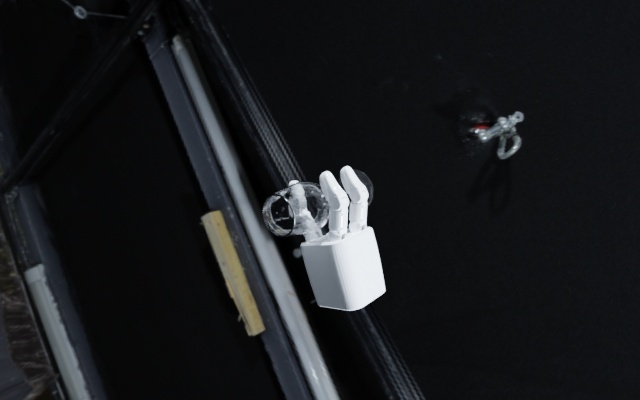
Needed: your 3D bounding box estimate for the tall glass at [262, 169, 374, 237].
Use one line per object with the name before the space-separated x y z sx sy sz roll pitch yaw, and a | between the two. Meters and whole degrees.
tall glass | 0.000 0.002 0.746 0.079 0.079 0.201 0 11 38
